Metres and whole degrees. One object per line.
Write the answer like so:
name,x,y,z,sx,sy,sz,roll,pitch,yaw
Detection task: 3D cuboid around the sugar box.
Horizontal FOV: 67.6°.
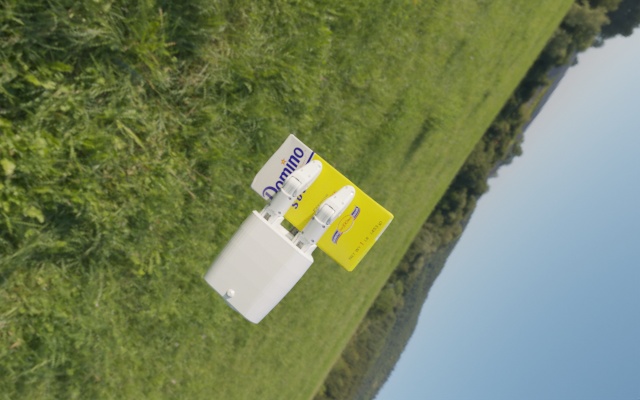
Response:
sugar box,0.000,0.002,0.630,0.176,0.093,0.048,39,0,11
